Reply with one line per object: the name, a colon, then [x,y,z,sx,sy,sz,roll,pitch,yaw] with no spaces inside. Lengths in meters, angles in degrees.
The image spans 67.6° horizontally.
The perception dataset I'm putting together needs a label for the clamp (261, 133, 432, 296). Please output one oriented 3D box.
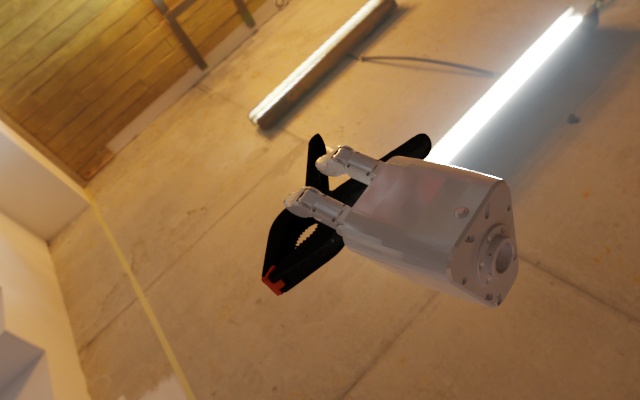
clamp: [0.000,0.003,0.501,0.164,0.210,0.036,16,-29,49]
